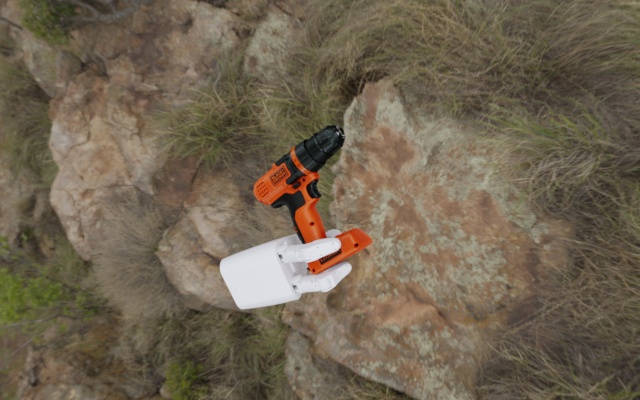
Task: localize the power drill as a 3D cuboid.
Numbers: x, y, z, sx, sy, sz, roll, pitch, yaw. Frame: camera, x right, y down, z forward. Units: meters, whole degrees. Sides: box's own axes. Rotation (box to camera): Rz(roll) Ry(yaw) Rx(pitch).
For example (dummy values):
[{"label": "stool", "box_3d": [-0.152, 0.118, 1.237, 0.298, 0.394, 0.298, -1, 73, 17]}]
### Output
[{"label": "power drill", "box_3d": [0.000, 0.003, 0.727, 0.184, 0.187, 0.057, -36, -13, 31]}]
